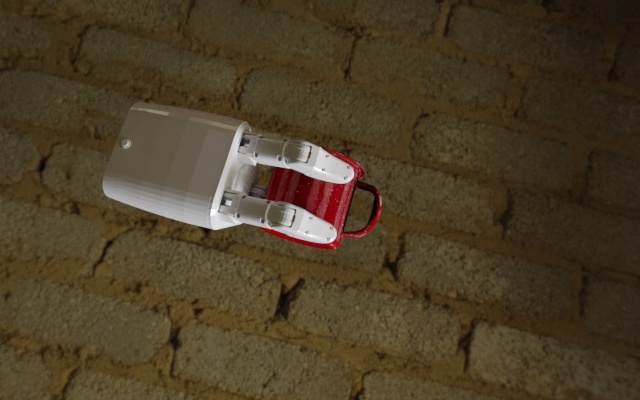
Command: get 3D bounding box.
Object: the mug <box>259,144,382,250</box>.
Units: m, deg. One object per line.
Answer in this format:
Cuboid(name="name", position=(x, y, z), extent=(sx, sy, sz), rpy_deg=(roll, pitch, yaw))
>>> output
Cuboid(name="mug", position=(0.001, 0.002, 0.460), extent=(0.117, 0.081, 0.093), rpy_deg=(14, -12, 9))
